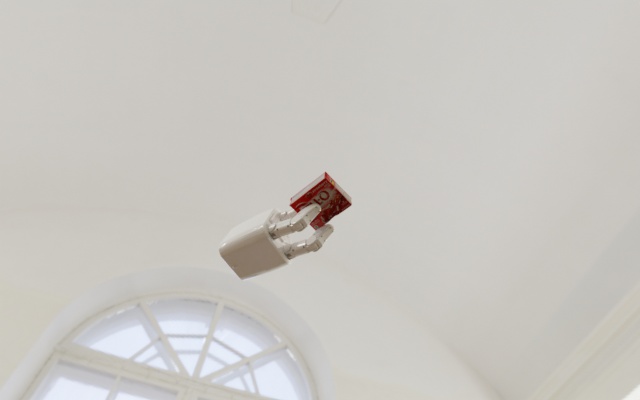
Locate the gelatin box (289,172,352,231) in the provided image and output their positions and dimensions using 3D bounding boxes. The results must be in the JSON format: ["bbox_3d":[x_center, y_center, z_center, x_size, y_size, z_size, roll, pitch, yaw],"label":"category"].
[{"bbox_3d":[0.000,0.002,0.858,0.089,0.073,0.030,-37,22,20],"label":"gelatin box"}]
